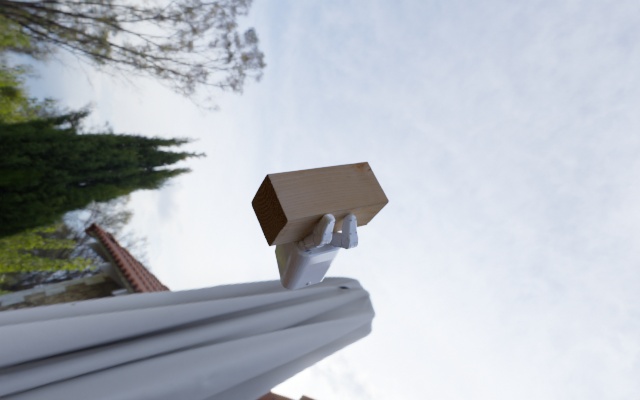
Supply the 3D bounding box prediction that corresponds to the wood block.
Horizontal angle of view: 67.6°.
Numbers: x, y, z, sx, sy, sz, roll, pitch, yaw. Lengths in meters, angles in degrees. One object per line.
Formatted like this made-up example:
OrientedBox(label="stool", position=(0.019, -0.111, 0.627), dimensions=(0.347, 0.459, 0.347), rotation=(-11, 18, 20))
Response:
OrientedBox(label="wood block", position=(0.000, 0.003, 0.818), dimensions=(0.206, 0.090, 0.090), rotation=(-10, -27, -34))
